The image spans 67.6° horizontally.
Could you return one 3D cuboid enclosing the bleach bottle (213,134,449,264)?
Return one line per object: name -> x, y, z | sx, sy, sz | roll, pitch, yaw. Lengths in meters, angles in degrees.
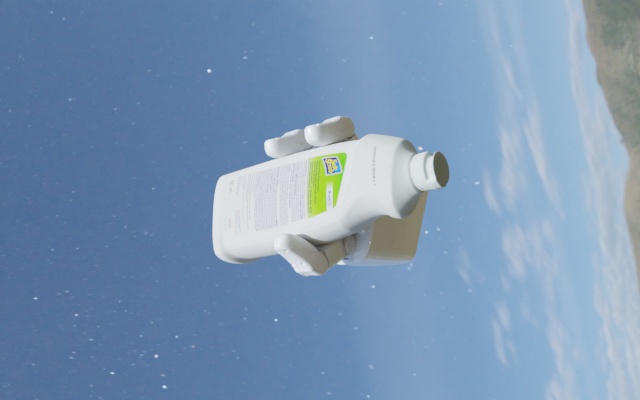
bleach bottle -> 0.000, 0.001, 0.453 | 0.251, 0.102, 0.068 | -11, -14, 40
